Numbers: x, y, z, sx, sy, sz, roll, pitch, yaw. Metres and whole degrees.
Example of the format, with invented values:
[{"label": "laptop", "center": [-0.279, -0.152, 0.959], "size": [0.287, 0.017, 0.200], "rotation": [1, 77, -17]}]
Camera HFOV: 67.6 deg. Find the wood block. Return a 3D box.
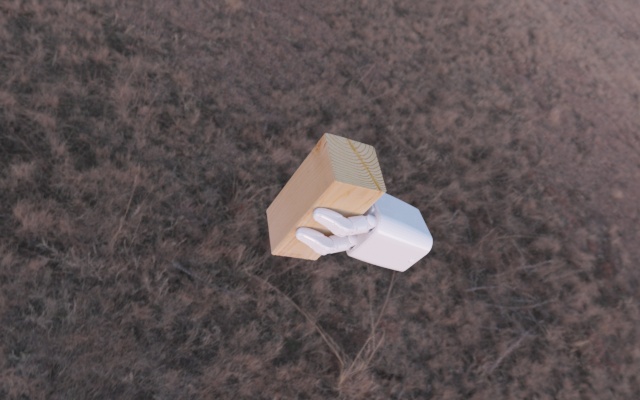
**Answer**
[{"label": "wood block", "center": [0.000, 0.002, 0.750], "size": [0.090, 0.090, 0.206], "rotation": [11, -40, -29]}]
